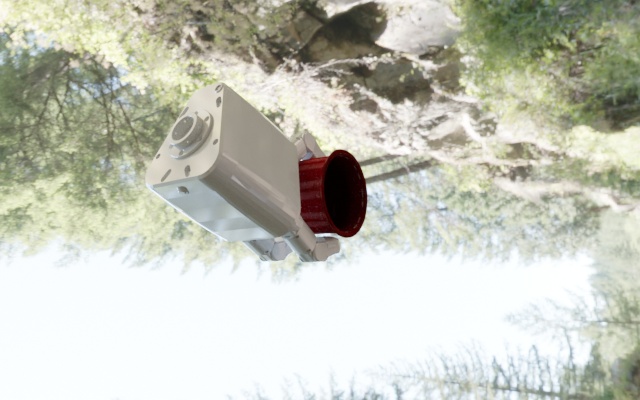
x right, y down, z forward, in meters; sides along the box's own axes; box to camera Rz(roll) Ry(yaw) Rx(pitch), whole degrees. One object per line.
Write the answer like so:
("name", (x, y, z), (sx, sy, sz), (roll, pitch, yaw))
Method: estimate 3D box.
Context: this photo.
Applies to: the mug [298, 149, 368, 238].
("mug", (0.001, 0.002, 0.529), (0.081, 0.093, 0.117), (-5, -33, 34))
